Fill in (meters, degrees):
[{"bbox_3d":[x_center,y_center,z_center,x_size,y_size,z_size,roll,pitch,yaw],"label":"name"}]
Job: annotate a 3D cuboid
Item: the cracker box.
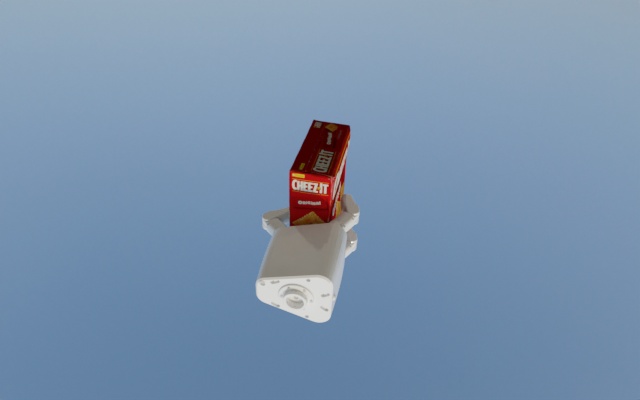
[{"bbox_3d":[0.000,0.003,0.779,0.072,0.214,0.164,9,37,7],"label":"cracker box"}]
